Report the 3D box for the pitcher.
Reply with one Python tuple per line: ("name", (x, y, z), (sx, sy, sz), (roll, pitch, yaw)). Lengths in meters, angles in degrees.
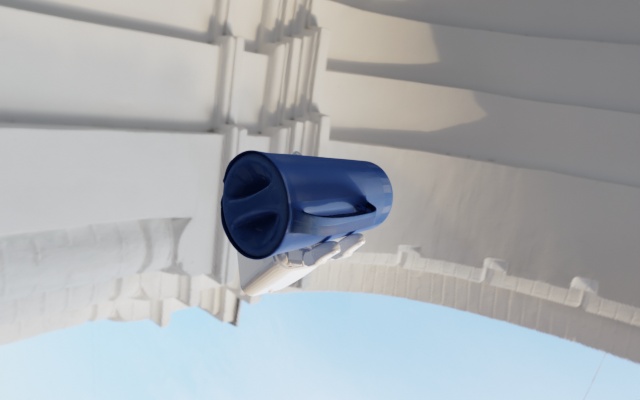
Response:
("pitcher", (0.000, 0.002, 0.656), (0.243, 0.149, 0.145), (-6, -28, -47))
